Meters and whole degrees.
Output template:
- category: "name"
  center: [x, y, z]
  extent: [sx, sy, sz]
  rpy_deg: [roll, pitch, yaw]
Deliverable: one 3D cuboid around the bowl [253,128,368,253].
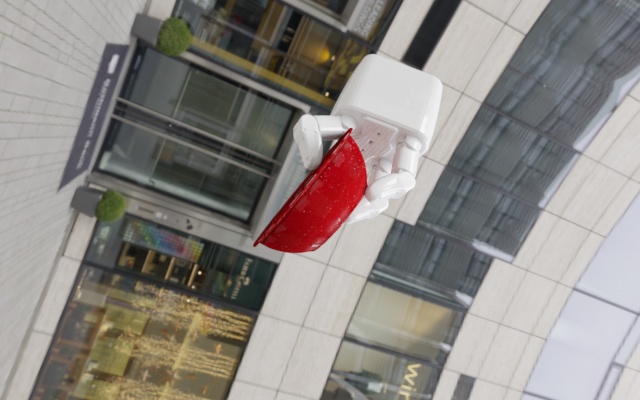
- category: "bowl"
  center: [0.000, 0.003, 0.504]
  extent: [0.055, 0.162, 0.162]
  rpy_deg: [40, -4, -4]
